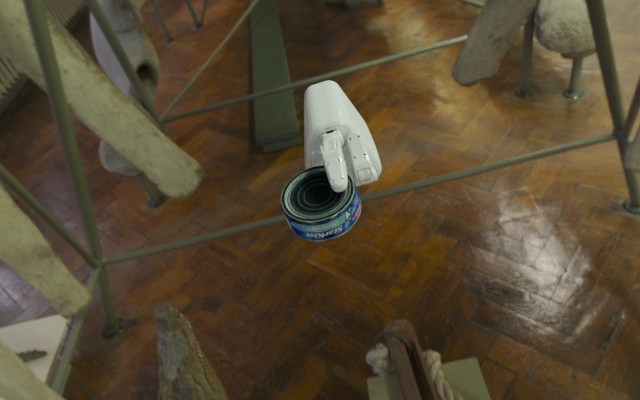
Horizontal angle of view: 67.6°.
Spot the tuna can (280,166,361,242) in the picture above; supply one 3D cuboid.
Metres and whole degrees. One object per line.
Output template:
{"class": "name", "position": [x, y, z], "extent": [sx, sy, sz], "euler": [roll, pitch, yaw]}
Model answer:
{"class": "tuna can", "position": [0.000, 0.001, 0.525], "extent": [0.086, 0.086, 0.034], "euler": [0, -41, 17]}
